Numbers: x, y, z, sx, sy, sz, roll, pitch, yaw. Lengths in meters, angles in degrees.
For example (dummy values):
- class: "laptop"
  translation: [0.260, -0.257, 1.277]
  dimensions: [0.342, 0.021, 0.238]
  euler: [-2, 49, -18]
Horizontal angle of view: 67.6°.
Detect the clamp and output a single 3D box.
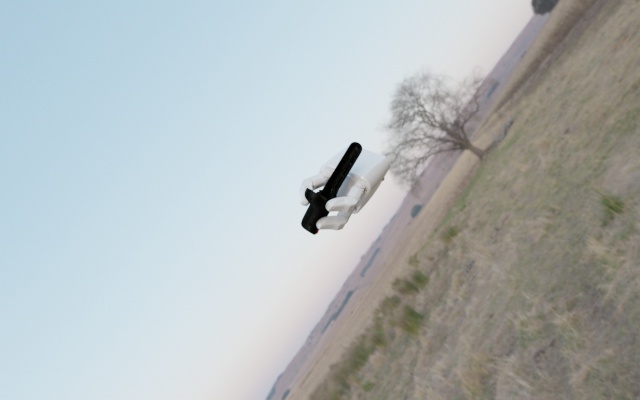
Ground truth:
- class: "clamp"
  translation: [-0.001, 0.003, 0.881]
  dimensions: [0.036, 0.210, 0.164]
  euler: [35, 45, 12]
